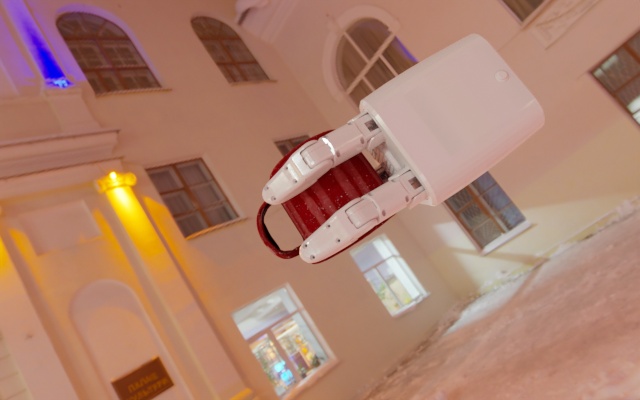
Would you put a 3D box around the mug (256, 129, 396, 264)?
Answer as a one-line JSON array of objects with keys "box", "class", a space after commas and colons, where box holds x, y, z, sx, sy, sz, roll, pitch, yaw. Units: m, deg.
[{"box": [-0.001, 0.002, 0.403, 0.117, 0.081, 0.093, -33, -13, -4], "class": "mug"}]
